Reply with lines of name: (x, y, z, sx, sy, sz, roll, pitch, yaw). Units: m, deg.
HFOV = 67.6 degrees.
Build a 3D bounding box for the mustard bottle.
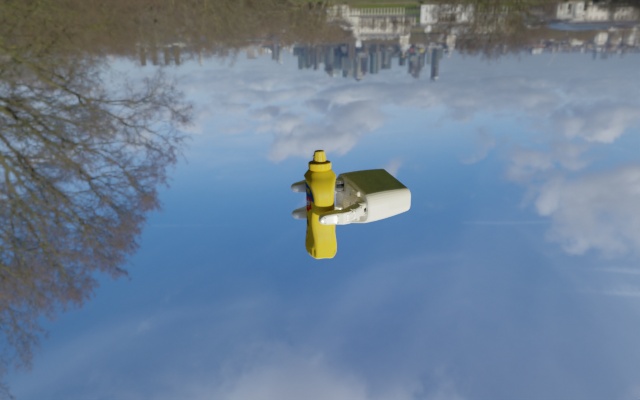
mustard bottle: (0.000, 0.003, 0.874, 0.058, 0.192, 0.096, -3, 18, -7)
